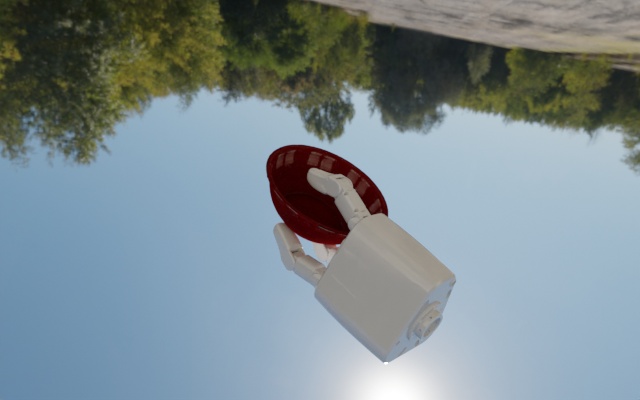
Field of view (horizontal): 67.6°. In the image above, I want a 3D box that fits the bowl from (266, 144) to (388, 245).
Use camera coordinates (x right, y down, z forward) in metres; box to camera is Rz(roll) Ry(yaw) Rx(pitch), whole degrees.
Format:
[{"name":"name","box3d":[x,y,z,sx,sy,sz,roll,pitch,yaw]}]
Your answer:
[{"name":"bowl","box3d":[-0.001,0.001,0.586,0.162,0.055,0.162,20,35,-15]}]
